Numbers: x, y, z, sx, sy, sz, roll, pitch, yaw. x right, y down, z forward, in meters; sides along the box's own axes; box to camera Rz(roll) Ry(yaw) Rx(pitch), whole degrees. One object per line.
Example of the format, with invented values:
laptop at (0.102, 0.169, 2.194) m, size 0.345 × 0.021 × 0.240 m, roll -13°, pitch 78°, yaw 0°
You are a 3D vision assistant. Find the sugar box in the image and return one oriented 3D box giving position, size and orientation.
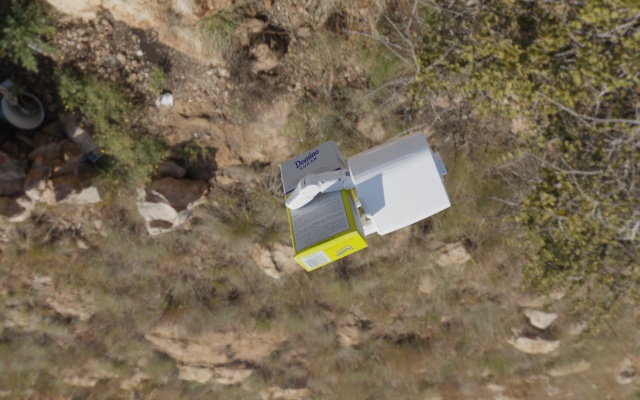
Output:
sugar box at (0.000, 0.003, 0.668) m, size 0.093 × 0.176 × 0.048 m, roll -24°, pitch -45°, yaw 15°
